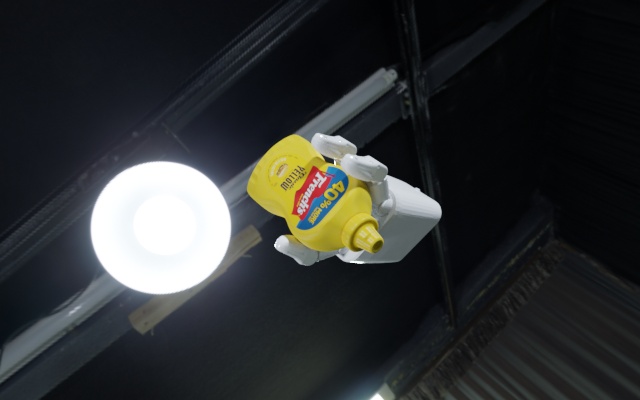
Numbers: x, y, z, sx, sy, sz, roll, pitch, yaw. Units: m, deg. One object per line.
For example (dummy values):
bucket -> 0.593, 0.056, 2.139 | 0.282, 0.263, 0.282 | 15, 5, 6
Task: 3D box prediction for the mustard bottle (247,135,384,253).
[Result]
mustard bottle -> 0.000, 0.002, 0.535 | 0.191, 0.096, 0.058 | 38, -5, 41
